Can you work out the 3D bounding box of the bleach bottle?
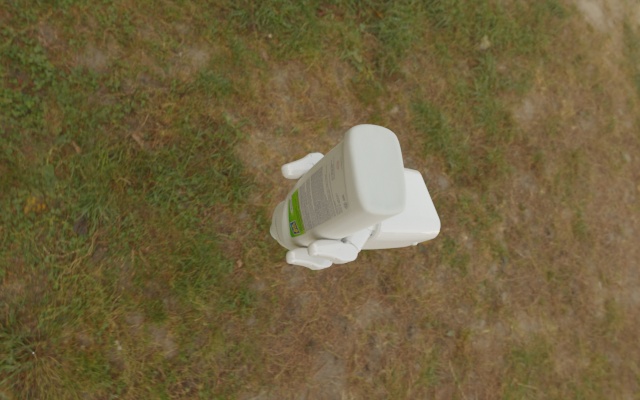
[{"bbox_3d":[0.000,0.002,0.588,0.068,0.102,0.251,2,-16,-30],"label":"bleach bottle"}]
